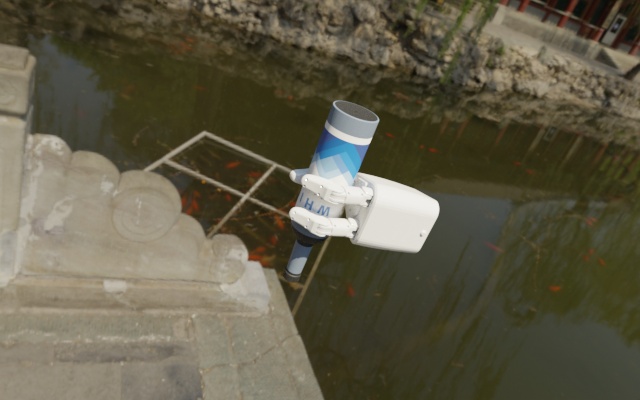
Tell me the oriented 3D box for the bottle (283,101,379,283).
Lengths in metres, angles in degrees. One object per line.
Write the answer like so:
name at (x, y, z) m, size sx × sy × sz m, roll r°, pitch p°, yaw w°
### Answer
bottle at (0.000, 0.002, 0.706) m, size 0.069 × 0.296 × 0.069 m, roll 17°, pitch 27°, yaw -9°
